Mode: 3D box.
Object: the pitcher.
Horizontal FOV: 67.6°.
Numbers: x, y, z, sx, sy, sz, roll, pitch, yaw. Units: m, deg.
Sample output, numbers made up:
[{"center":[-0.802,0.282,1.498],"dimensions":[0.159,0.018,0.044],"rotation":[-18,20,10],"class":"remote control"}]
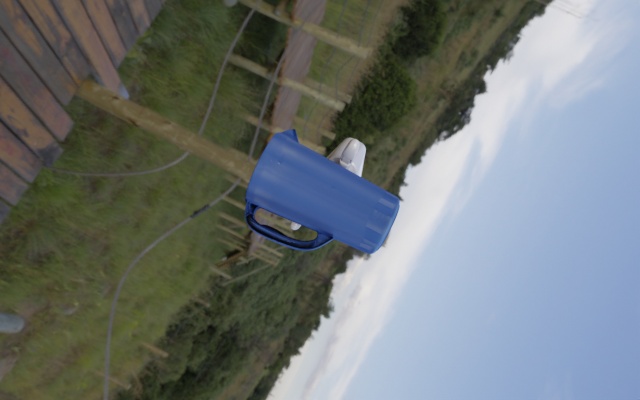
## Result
[{"center":[0.000,0.003,0.807],"dimensions":[0.243,0.149,0.145],"rotation":[26,33,2],"class":"pitcher"}]
